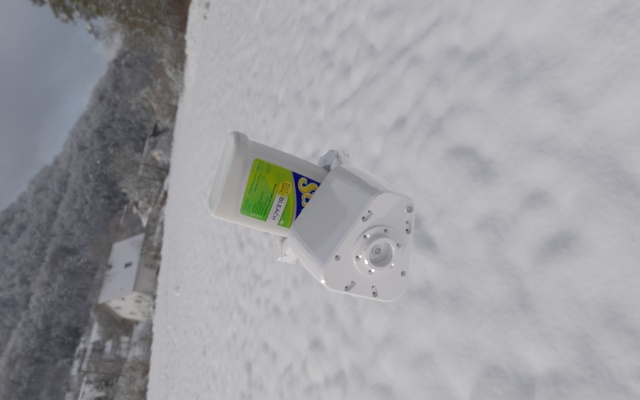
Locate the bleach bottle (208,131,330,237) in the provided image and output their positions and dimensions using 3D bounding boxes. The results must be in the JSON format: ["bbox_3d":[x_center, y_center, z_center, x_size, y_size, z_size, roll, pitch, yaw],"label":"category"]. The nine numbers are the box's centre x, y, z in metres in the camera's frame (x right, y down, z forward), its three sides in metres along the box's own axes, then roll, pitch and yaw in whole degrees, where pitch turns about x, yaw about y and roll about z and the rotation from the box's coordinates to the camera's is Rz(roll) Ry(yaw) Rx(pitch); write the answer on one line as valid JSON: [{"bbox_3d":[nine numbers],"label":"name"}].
[{"bbox_3d":[0.000,0.002,0.577,0.251,0.102,0.068,16,8,-22],"label":"bleach bottle"}]
